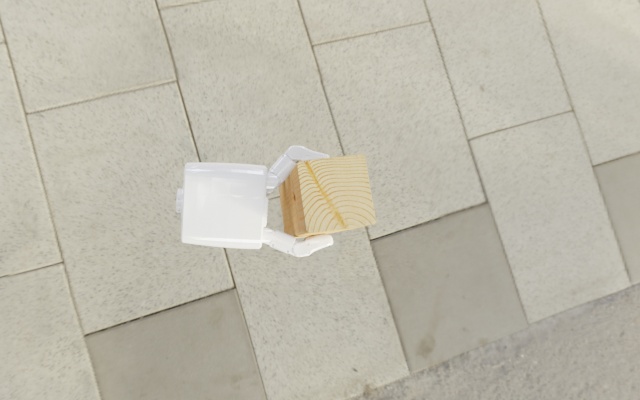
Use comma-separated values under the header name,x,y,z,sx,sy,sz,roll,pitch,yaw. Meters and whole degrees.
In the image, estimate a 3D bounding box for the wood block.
name,x,y,z,sx,sy,sz,roll,pitch,yaw
wood block,0.000,0.003,0.679,0.090,0.091,0.206,-7,-5,-12
